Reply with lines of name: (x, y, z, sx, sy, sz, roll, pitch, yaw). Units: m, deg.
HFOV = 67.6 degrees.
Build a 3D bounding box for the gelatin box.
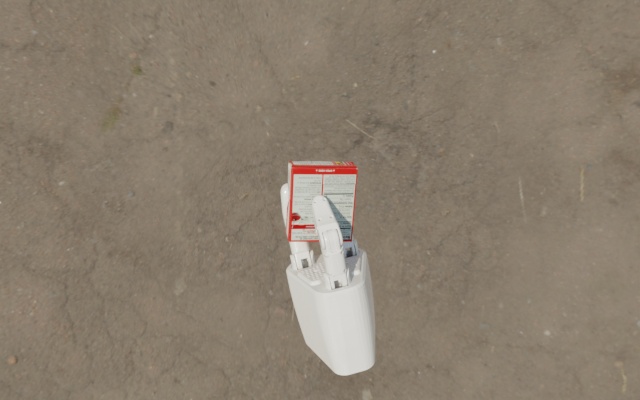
gelatin box: (0.000, 0.002, 0.529, 0.073, 0.089, 0.030, 0, 19, -11)
